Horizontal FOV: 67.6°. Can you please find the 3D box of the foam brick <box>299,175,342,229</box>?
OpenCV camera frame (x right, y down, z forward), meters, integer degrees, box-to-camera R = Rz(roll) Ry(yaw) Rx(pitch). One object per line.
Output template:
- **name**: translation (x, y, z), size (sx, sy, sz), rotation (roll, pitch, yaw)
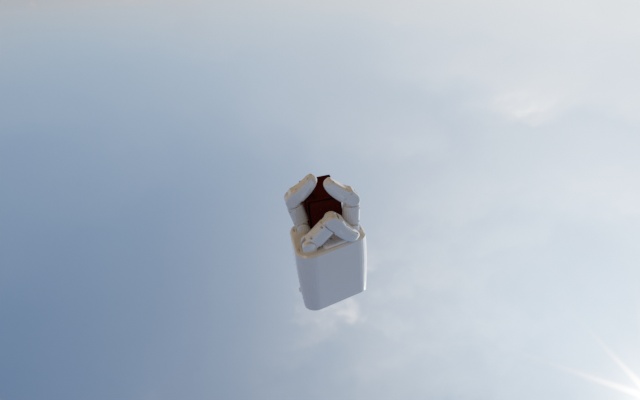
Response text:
- **foam brick**: translation (0.000, 0.002, 0.740), size (0.053, 0.051, 0.078), rotation (-11, 30, -6)
